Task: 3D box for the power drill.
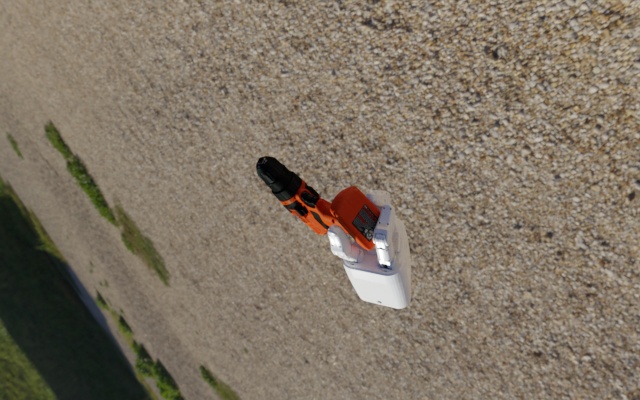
[{"bbox_3d":[0.001,0.003,0.738,0.184,0.057,0.187,43,-15,-34],"label":"power drill"}]
